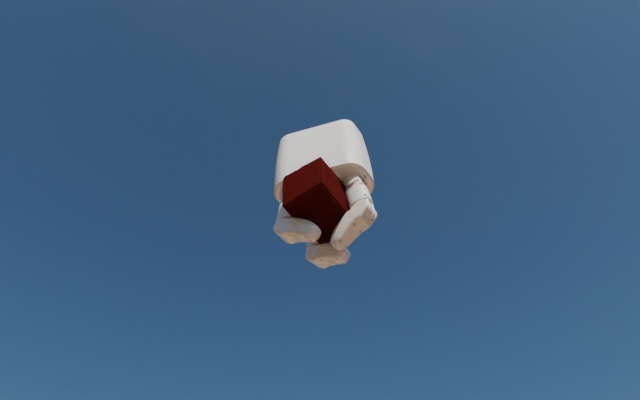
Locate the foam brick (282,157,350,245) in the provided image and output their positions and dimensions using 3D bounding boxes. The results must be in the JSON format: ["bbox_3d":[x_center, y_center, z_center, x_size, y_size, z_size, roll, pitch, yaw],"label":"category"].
[{"bbox_3d":[0.000,0.002,0.531,0.053,0.051,0.078,-27,-53,20],"label":"foam brick"}]
